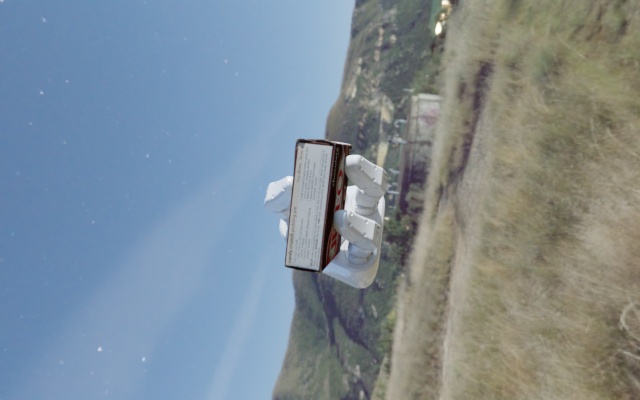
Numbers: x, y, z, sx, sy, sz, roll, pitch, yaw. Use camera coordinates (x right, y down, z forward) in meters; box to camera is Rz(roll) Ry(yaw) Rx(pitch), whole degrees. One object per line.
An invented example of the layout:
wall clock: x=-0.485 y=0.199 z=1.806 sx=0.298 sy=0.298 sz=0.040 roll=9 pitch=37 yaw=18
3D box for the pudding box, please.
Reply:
pudding box: x=0.000 y=0.001 z=0.438 sx=0.039 sy=0.113 sz=0.090 roll=5 pitch=7 yaw=11
